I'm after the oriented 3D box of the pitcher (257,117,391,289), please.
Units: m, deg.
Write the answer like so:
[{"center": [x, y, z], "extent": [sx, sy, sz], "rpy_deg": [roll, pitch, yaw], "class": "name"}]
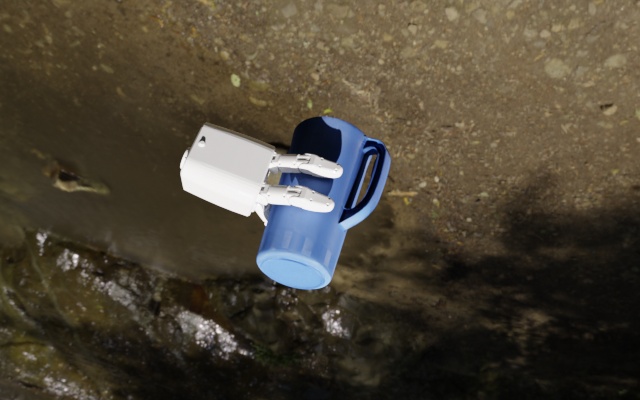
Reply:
[{"center": [0.000, 0.002, 0.710], "extent": [0.145, 0.242, 0.149], "rpy_deg": [22, -32, -9], "class": "pitcher"}]
